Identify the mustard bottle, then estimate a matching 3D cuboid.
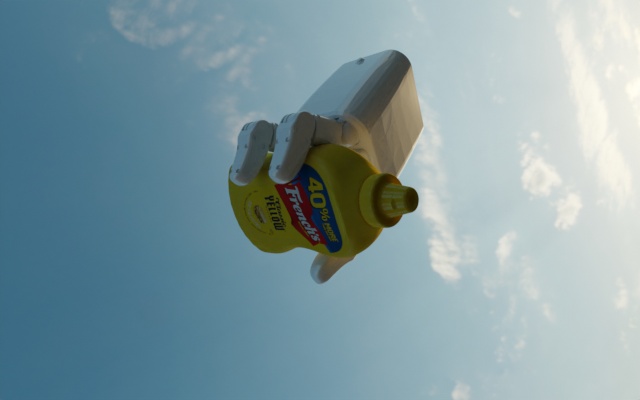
[{"bbox_3d":[0.000,0.002,0.407,0.191,0.096,0.058,-2,20,46],"label":"mustard bottle"}]
